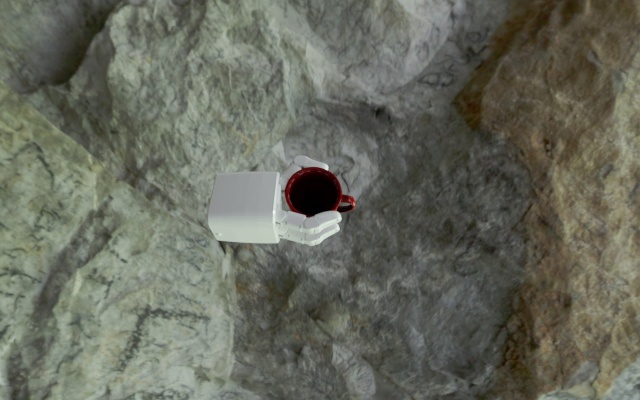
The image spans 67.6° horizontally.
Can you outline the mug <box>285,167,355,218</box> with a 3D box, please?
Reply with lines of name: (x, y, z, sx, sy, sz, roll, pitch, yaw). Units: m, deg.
mug: (0.002, 0.003, 0.807, 0.117, 0.093, 0.081, 2, -23, 0)
